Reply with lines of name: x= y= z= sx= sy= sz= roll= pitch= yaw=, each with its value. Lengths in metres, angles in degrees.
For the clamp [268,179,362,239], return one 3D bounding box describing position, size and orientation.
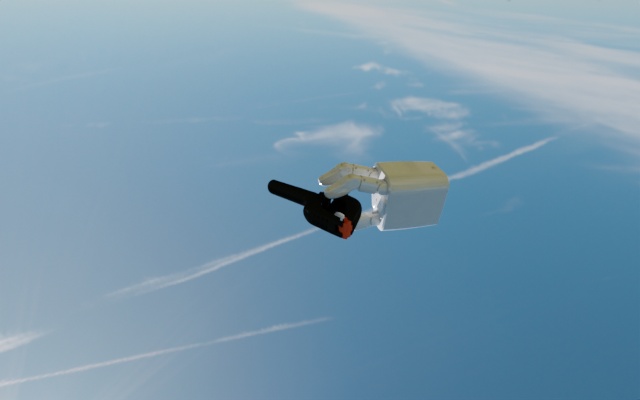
clamp: x=0.000 y=0.004 z=0.793 sx=0.164 sy=0.036 sz=0.210 roll=-5 pitch=26 yaw=-8
